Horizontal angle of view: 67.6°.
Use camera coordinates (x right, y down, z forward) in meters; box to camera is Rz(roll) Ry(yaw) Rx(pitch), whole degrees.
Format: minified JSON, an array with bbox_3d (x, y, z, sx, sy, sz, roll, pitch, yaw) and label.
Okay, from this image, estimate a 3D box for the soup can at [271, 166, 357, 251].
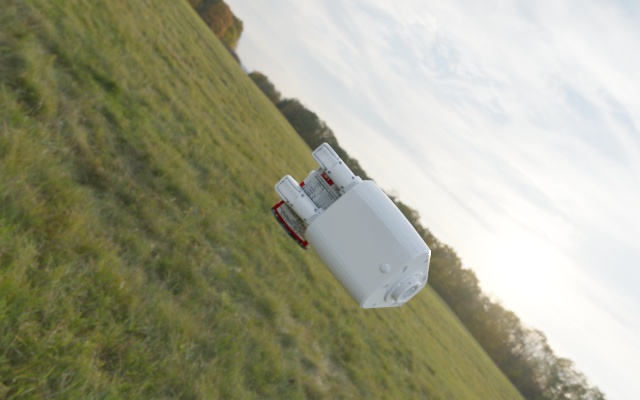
[{"bbox_3d":[0.000,0.001,0.576,0.102,0.068,0.068,-41,-3,4],"label":"soup can"}]
